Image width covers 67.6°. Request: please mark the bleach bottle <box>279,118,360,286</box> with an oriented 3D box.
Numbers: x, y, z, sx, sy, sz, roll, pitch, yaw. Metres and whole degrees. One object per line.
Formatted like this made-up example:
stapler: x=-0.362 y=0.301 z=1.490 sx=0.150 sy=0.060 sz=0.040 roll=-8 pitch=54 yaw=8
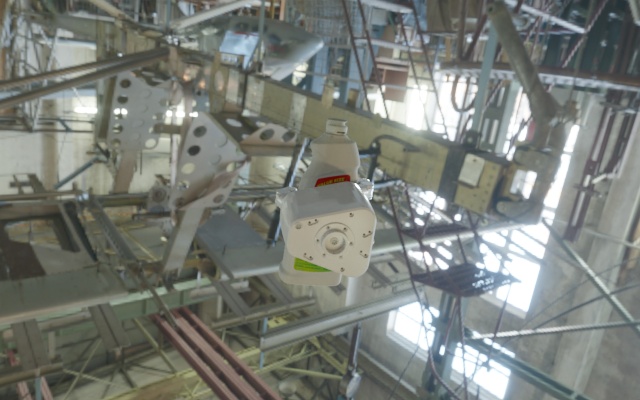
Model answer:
bleach bottle: x=0.000 y=0.002 z=0.720 sx=0.102 sy=0.251 sz=0.068 roll=5 pitch=17 yaw=-8
